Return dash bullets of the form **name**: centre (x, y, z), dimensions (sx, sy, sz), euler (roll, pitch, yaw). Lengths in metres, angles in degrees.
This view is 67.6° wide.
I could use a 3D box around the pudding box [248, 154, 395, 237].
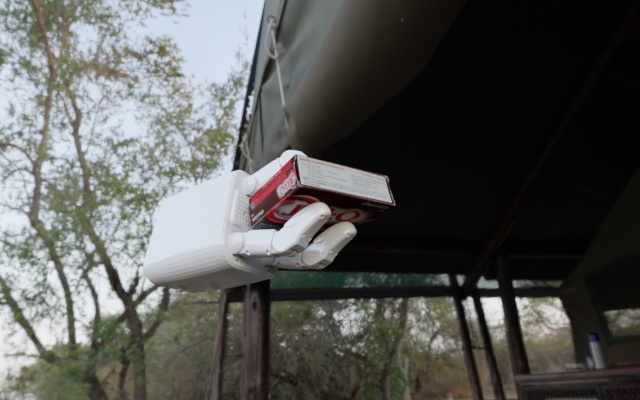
- **pudding box**: centre (0.000, 0.001, 0.463), dimensions (0.113, 0.039, 0.090), euler (8, -30, -35)
